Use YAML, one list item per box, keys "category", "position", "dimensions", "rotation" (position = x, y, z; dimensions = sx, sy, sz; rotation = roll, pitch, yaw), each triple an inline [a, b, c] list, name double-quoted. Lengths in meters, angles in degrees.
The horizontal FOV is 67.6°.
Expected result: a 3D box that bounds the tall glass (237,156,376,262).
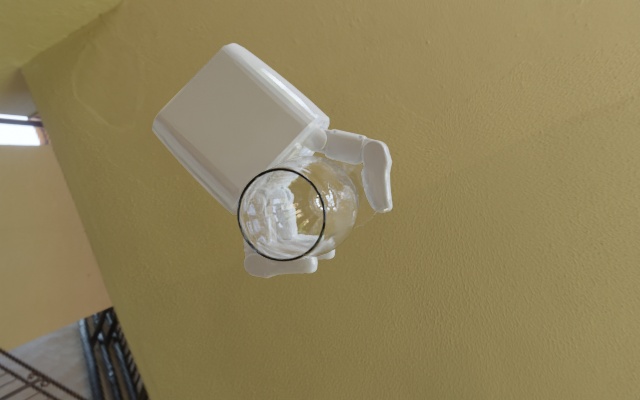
- category: "tall glass"
  position: [0.000, 0.001, 0.405]
  dimensions: [0.079, 0.079, 0.201]
  rotation: [0, 5, 15]
